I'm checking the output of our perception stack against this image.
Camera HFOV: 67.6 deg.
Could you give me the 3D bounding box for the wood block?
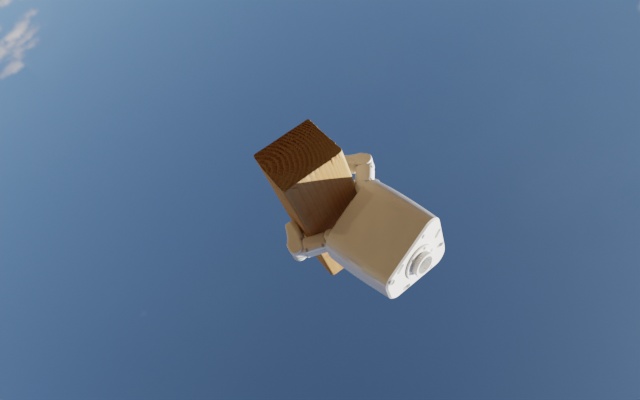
[{"bbox_3d":[0.000,0.003,0.670,0.091,0.206,0.090,-35,48,-8],"label":"wood block"}]
